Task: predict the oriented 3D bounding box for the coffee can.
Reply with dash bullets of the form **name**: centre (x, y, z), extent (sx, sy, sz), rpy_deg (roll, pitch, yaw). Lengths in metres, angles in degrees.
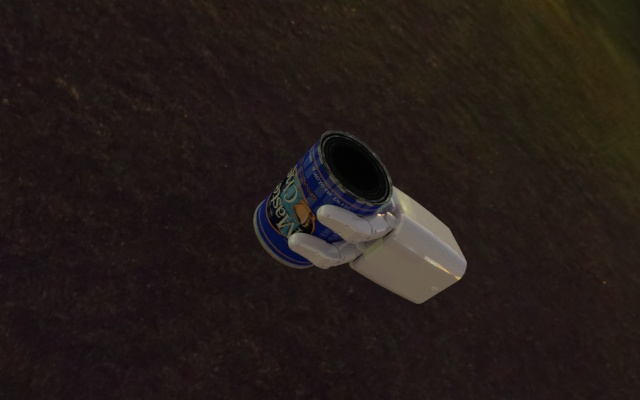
- **coffee can**: centre (0.000, 0.002, 0.561), extent (0.103, 0.102, 0.140), rpy_deg (0, -34, -44)
